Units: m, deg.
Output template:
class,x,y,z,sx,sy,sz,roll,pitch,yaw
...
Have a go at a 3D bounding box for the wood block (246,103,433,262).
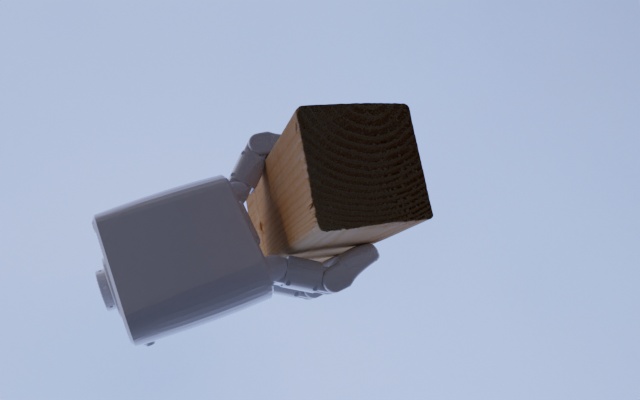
class,x,y,z,sx,sy,sz,roll,pitch,yaw
wood block,0.000,0.001,0.420,0.090,0.090,0.206,-6,-13,-20
